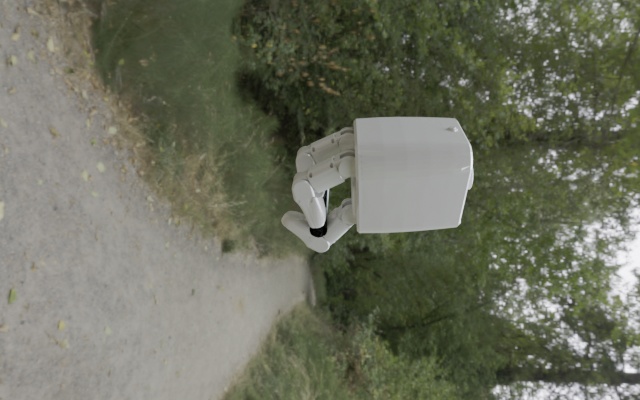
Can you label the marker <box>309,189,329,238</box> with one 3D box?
[{"bbox_3d":[0.000,0.002,0.539,0.020,0.020,0.121,0,32,3],"label":"marker"}]
